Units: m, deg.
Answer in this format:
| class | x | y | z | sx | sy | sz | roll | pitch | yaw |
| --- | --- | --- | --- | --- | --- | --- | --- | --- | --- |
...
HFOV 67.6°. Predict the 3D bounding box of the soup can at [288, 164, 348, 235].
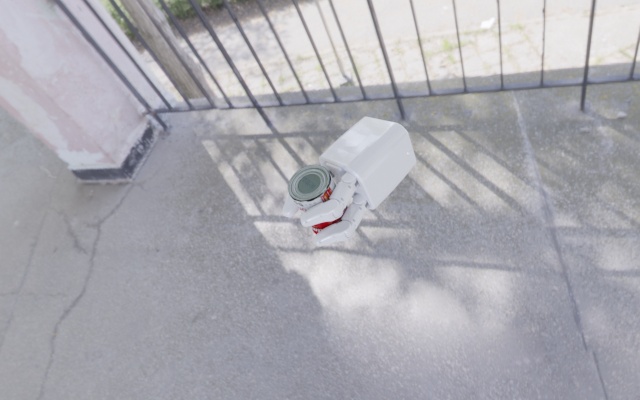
| class | x | y | z | sx | sy | sz | roll | pitch | yaw |
| --- | --- | --- | --- | --- | --- | --- | --- | --- | --- |
| soup can | 0.000 | 0.002 | 0.720 | 0.068 | 0.068 | 0.102 | 0 | -35 | 24 |
